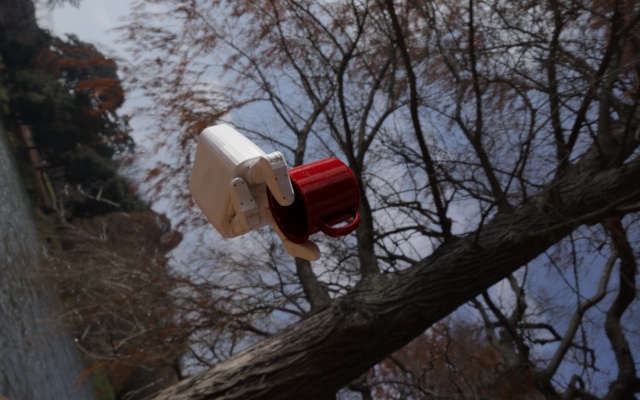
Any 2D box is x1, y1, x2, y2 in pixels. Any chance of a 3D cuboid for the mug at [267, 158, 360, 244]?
[{"bbox_3d":[0.001,0.002,0.571,0.081,0.093,0.117,-21,43,-31],"label":"mug"}]
